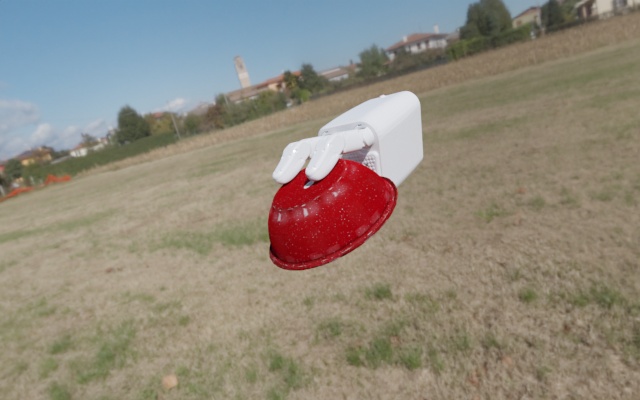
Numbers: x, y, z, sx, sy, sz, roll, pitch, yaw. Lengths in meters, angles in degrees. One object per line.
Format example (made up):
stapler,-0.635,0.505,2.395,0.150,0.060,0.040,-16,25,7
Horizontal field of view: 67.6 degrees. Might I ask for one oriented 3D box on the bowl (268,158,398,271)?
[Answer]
bowl,-0.001,0.002,0.523,0.162,0.055,0.162,-26,25,13
